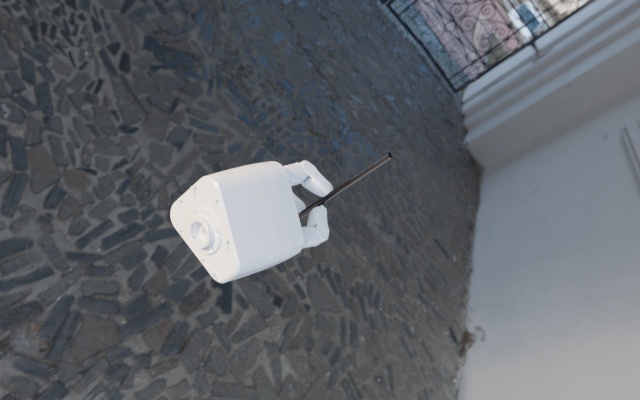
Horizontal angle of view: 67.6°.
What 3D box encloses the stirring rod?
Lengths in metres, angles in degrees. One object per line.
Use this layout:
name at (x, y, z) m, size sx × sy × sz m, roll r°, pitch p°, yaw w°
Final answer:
stirring rod at (0.000, 0.002, 0.624) m, size 0.239 × 0.011 × 0.011 m, roll -34°, pitch -22°, yaw 36°
